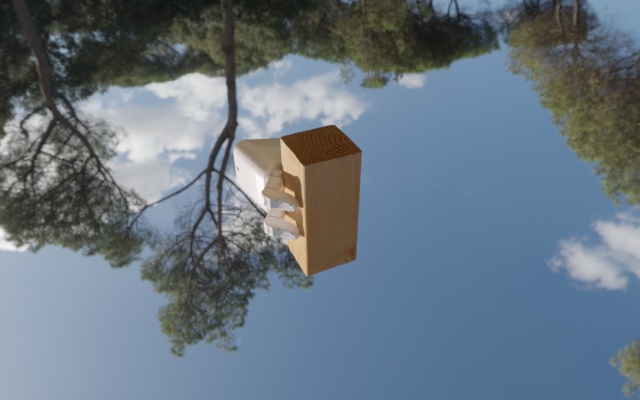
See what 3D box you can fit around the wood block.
[{"bbox_3d":[0.000,0.002,0.730,0.091,0.206,0.090,-17,40,-20],"label":"wood block"}]
